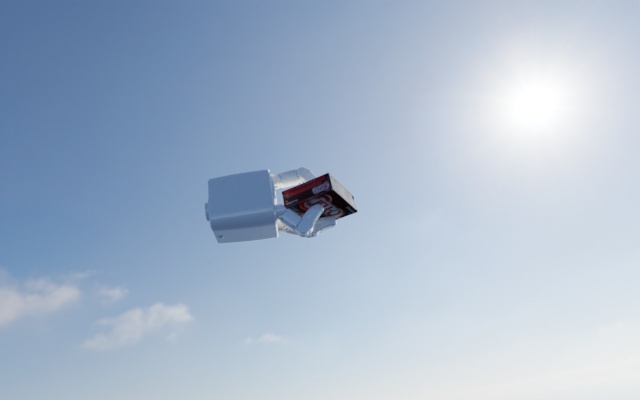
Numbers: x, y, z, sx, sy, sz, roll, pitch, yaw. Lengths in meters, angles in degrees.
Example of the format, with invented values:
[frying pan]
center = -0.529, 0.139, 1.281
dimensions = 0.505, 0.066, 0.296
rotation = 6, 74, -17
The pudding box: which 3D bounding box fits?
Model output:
[pudding box]
center = 0.000, 0.003, 0.813
dimensions = 0.090, 0.039, 0.113
rotation = -21, -26, 19
